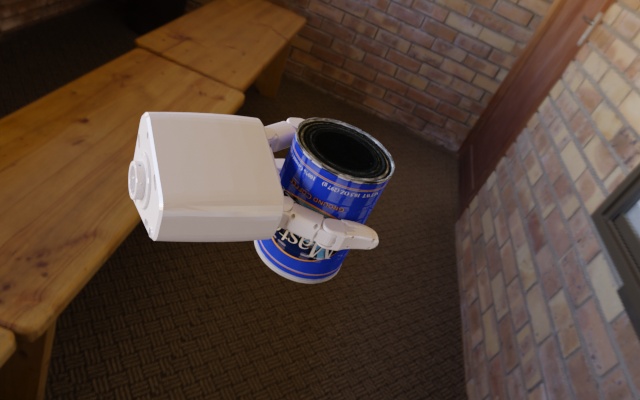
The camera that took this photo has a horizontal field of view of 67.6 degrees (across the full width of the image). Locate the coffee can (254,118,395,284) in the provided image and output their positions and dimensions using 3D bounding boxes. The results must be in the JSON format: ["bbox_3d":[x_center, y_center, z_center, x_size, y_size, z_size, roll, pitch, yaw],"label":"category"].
[{"bbox_3d":[0.000,0.002,0.493,0.103,0.140,0.102,17,35,-12],"label":"coffee can"}]
